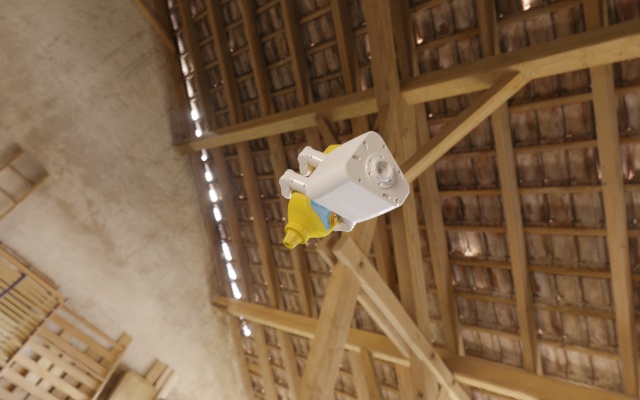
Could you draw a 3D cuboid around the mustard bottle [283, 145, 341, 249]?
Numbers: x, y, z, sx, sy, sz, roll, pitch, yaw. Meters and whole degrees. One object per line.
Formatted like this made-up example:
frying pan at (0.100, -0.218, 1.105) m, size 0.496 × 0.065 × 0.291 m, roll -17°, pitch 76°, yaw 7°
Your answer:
mustard bottle at (0.000, 0.002, 0.784) m, size 0.058 × 0.096 × 0.191 m, roll 6°, pitch 49°, yaw 42°
